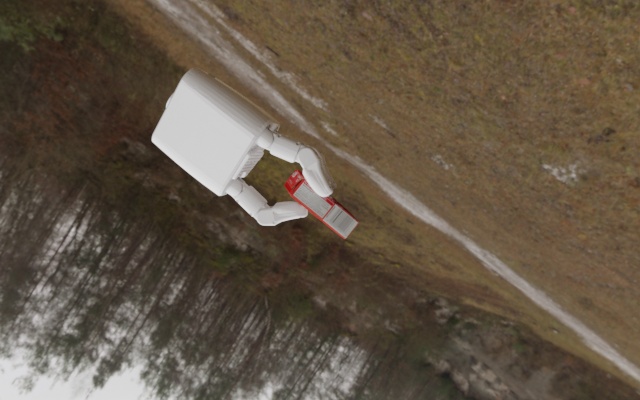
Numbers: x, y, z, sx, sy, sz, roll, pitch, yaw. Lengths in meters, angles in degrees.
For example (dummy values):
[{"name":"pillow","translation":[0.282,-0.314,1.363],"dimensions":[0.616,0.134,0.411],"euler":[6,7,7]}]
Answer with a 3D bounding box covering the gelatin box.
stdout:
[{"name":"gelatin box","translation":[0.000,0.002,0.585],"dimensions":[0.089,0.030,0.073],"euler":[39,3,-14]}]
